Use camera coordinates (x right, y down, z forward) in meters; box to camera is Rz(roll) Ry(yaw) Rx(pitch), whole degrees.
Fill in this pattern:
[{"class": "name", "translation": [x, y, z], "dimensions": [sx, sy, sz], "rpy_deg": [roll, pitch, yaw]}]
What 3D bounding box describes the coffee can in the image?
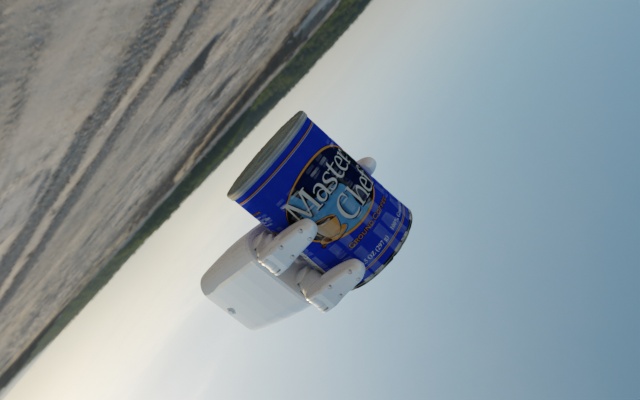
[{"class": "coffee can", "translation": [0.000, 0.001, 0.444], "dimensions": [0.140, 0.103, 0.103], "rpy_deg": [41, -12, -14]}]
